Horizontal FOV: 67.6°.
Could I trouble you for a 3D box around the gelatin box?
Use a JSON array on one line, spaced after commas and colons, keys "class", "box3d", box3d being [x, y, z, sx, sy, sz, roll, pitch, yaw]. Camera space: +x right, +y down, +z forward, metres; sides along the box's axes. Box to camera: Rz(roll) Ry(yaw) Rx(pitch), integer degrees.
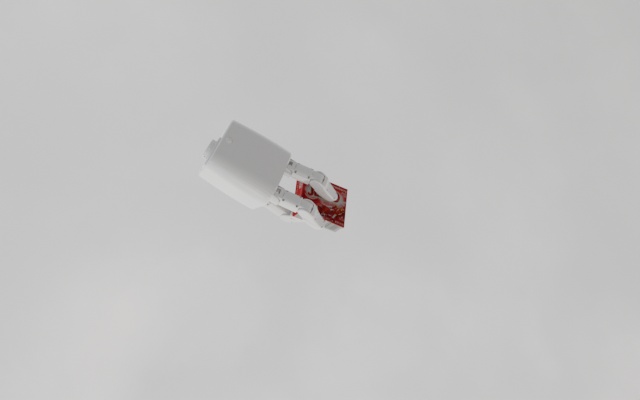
[{"class": "gelatin box", "box3d": [0.000, 0.003, 0.784, 0.089, 0.073, 0.030, 22, -32, -27]}]
